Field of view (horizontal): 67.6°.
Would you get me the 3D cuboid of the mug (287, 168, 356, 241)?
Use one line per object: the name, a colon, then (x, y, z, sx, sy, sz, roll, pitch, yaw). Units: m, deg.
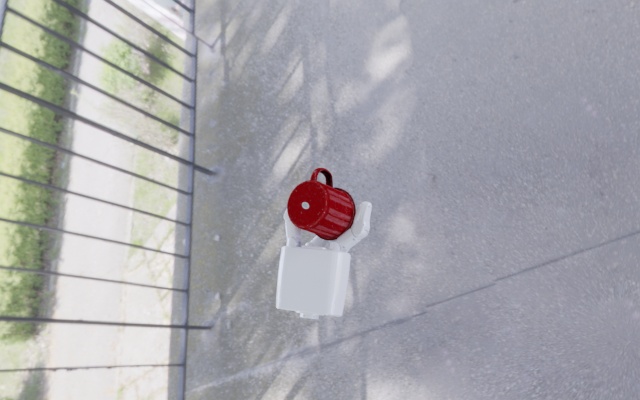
mug: (0.000, 0.001, 0.790, 0.093, 0.117, 0.081, -1, -13, 33)
